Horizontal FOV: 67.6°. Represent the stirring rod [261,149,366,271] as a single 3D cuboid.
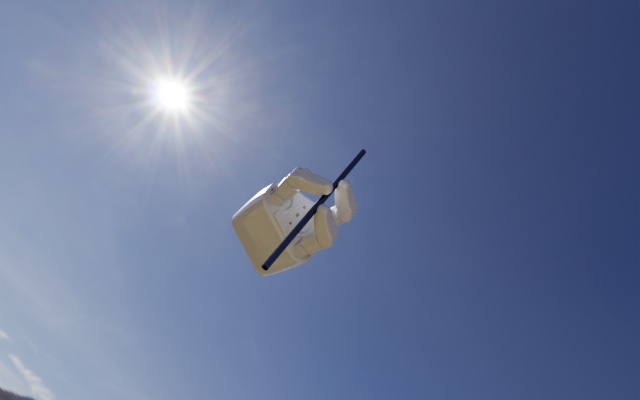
[{"bbox_3d":[0.000,0.002,0.585,0.011,0.011,0.239,0,35,38],"label":"stirring rod"}]
